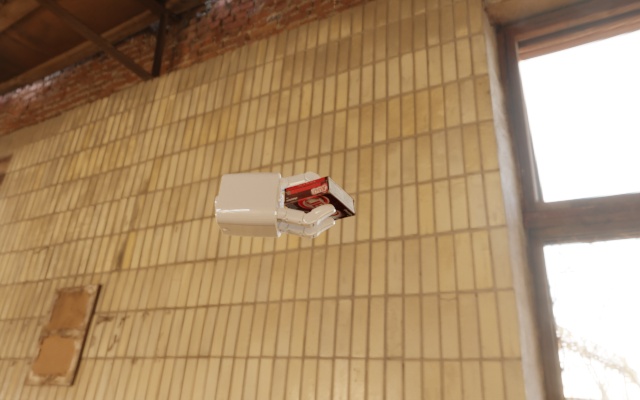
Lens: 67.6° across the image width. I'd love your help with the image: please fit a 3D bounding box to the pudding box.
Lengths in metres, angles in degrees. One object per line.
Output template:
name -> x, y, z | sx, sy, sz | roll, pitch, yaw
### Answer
pudding box -> 0.000, 0.003, 0.861 | 0.090, 0.039, 0.113 | -14, -26, 25
